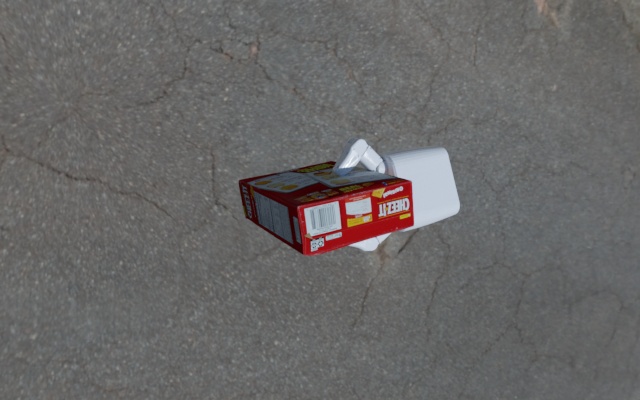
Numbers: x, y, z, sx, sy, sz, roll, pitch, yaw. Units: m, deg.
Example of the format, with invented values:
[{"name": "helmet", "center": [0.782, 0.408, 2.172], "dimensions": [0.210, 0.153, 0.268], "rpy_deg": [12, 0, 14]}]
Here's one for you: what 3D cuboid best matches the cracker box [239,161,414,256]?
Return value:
[{"name": "cracker box", "center": [0.000, 0.002, 0.667], "dimensions": [0.164, 0.072, 0.213], "rpy_deg": [-13, 16, -25]}]
